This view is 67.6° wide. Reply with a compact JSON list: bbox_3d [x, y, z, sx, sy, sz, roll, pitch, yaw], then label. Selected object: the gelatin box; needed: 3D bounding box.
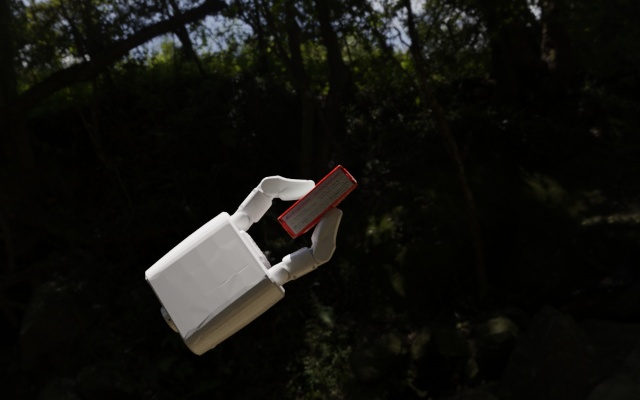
[{"bbox_3d":[0.000,0.001,0.528,0.089,0.030,0.073,-42,-3,5],"label":"gelatin box"}]
